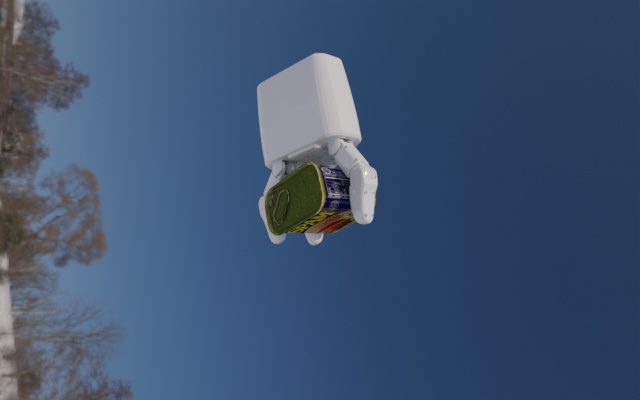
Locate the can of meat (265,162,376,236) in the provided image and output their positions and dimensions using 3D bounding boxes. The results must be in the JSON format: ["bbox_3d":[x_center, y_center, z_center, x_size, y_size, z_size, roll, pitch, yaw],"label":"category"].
[{"bbox_3d":[0.000,0.002,0.539,0.084,0.057,0.102,4,-24,-40],"label":"can of meat"}]
